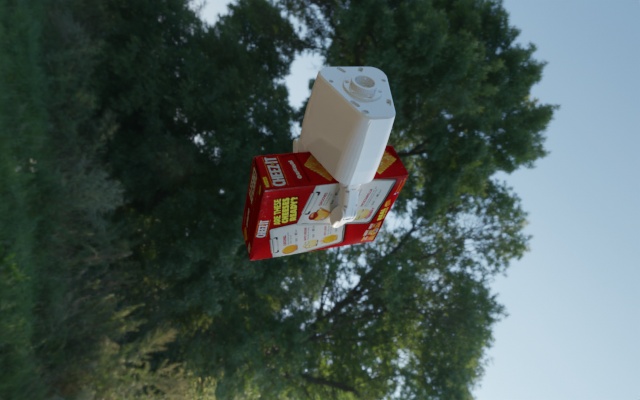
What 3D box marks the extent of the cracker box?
[{"bbox_3d":[0.000,0.002,0.706,0.213,0.072,0.164,-6,-38,-22],"label":"cracker box"}]
